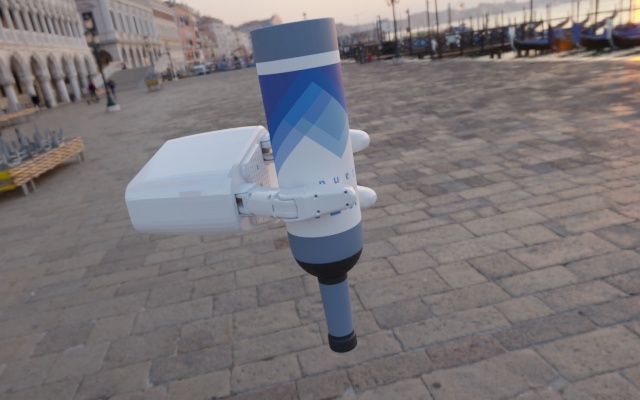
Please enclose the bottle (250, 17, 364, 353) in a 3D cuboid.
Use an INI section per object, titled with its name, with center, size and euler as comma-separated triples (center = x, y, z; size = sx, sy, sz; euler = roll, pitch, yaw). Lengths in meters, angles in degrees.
[bottle]
center = 0.000, 0.001, 0.416
size = 0.069, 0.296, 0.069
euler = -8, 18, 3
